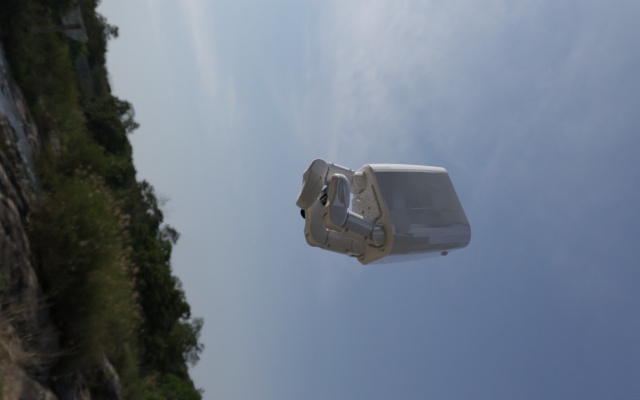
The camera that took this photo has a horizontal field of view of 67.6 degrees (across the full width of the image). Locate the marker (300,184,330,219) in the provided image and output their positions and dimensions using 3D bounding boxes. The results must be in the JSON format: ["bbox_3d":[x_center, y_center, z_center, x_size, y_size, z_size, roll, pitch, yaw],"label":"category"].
[{"bbox_3d":[0.000,0.002,0.575,0.020,0.020,0.121,0,-15,-20],"label":"marker"}]
